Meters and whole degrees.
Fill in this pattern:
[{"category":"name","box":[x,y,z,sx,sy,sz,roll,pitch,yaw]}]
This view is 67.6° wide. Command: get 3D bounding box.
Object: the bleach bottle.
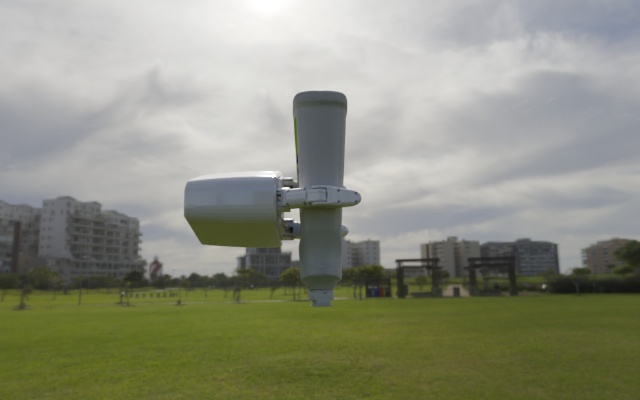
[{"category":"bleach bottle","box":[0.000,0.002,0.585,0.068,0.250,0.102,0,-9,-1]}]
